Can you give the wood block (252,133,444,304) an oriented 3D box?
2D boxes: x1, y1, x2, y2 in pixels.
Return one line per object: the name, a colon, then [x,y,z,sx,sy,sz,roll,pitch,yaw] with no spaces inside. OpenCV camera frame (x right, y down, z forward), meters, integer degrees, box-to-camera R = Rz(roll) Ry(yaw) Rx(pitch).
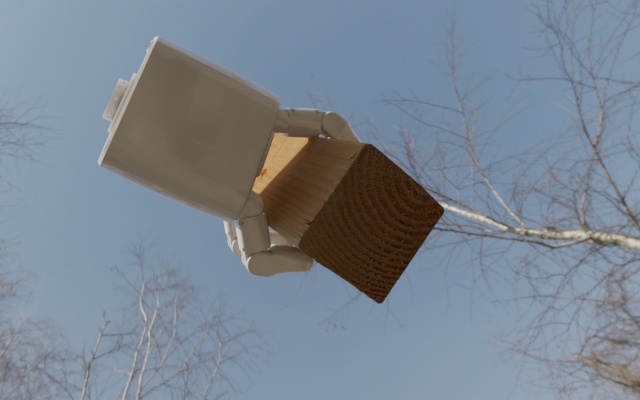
wood block: [0.000,0.001,0.435,0.090,0.091,0.206,37,-5,-25]
